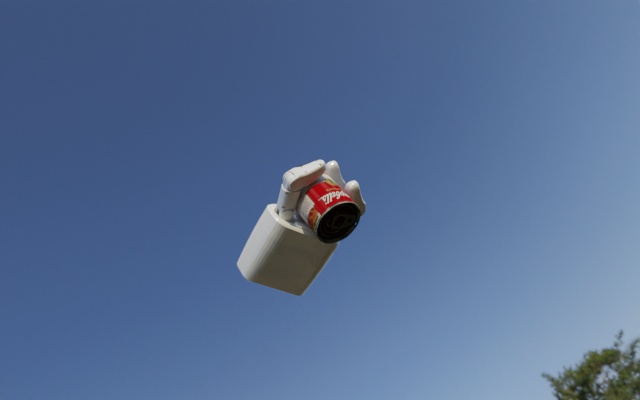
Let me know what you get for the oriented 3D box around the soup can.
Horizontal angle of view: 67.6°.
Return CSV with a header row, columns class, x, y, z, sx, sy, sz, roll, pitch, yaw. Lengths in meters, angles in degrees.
class,x,y,z,sx,sy,sz,roll,pitch,yaw
soup can,0.000,0.002,0.661,0.068,0.068,0.102,0,34,-36
